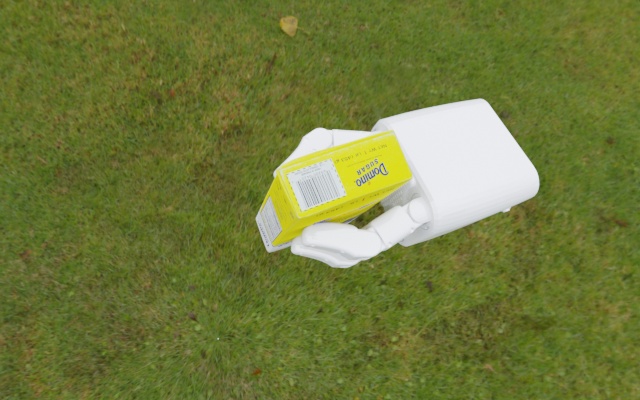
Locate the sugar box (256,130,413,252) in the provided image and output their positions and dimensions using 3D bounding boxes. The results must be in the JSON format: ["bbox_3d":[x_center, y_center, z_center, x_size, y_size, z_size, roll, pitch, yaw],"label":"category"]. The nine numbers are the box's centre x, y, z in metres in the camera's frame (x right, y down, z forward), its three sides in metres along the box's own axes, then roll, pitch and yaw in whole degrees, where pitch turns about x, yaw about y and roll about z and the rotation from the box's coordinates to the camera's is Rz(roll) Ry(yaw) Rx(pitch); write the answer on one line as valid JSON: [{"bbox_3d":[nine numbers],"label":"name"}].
[{"bbox_3d":[0.000,0.002,0.411,0.093,0.048,0.176,-19,-11,-16],"label":"sugar box"}]
